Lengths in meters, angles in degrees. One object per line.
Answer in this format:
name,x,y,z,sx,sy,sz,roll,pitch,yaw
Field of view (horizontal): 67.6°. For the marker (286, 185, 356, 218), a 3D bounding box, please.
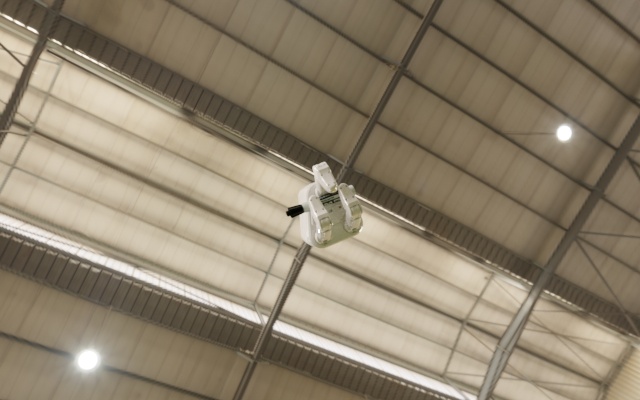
marker,0.000,0.003,0.792,0.121,0.020,0.020,-20,4,-13
